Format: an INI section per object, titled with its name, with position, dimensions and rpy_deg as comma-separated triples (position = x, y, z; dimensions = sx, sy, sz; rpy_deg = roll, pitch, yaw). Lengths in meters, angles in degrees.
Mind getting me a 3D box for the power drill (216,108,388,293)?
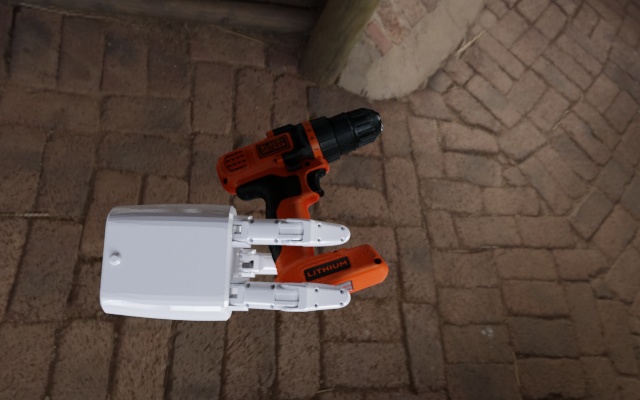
[power drill]
position = 0.000, 0.002, 0.483
dimensions = 0.184, 0.187, 0.057
rpy_deg = -21, -28, 0
